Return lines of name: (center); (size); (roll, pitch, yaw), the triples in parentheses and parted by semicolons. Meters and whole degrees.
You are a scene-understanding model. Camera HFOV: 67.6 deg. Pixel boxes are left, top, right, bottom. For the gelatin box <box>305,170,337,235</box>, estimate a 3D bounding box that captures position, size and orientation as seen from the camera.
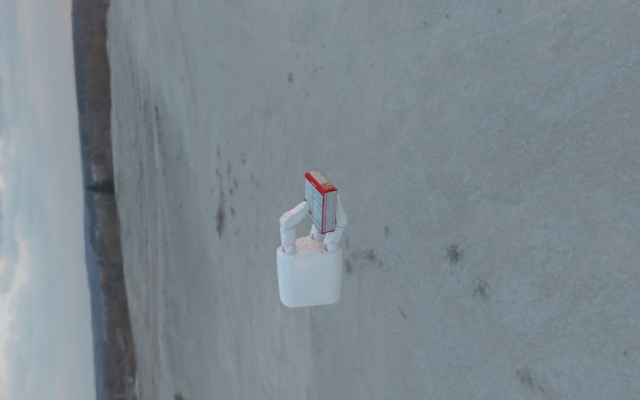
gelatin box: (0.000, 0.003, 0.833); (0.030, 0.089, 0.073); (-14, 36, -22)
